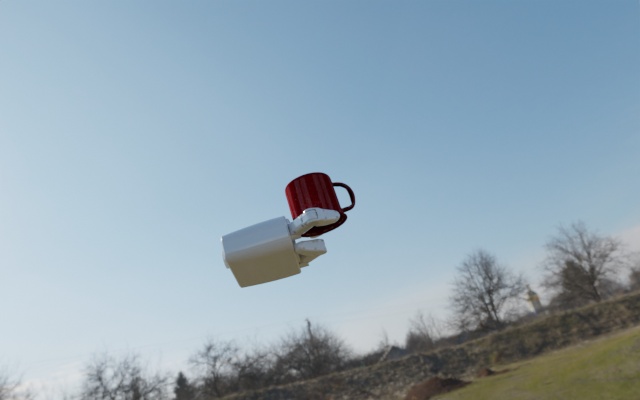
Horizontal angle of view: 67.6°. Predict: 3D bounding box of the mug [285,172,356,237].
[{"bbox_3d":[0.001,0.002,0.797,0.117,0.081,0.093,-16,-22,-5],"label":"mug"}]
